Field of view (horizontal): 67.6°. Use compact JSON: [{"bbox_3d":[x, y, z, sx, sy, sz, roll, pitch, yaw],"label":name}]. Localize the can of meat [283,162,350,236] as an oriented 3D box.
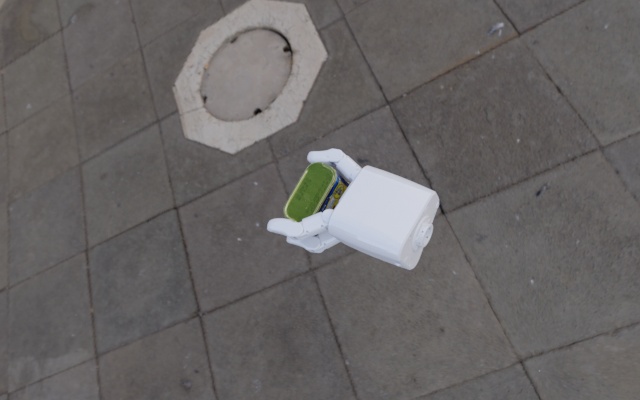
[{"bbox_3d":[0.000,0.002,0.706,0.057,0.102,0.084,26,-6,29],"label":"can of meat"}]
